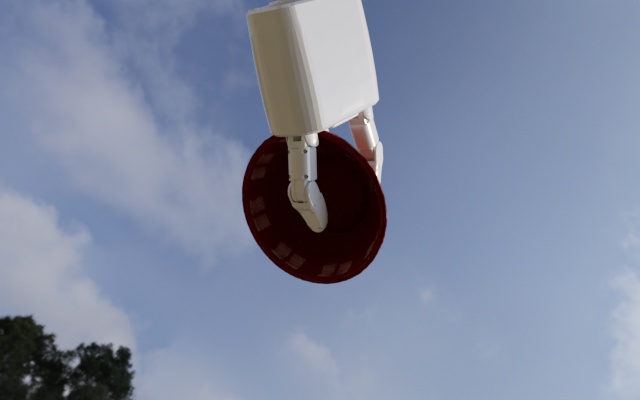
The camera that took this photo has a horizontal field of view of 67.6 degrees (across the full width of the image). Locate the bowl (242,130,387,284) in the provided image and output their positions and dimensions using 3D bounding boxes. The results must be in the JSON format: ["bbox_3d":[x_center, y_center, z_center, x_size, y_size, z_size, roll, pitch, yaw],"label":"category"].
[{"bbox_3d":[0.000,0.003,0.493,0.162,0.162,0.055,0,15,28],"label":"bowl"}]
